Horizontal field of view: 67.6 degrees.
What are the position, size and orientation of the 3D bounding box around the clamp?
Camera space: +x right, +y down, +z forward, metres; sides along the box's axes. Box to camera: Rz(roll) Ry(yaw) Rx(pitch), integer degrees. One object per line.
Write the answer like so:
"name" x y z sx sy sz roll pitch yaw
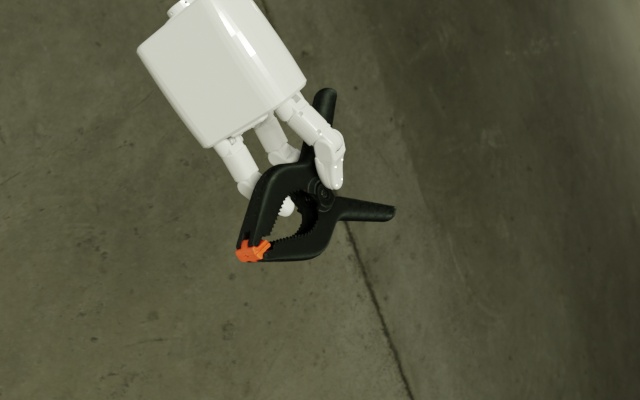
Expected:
"clamp" 0.000 0.002 0.474 0.036 0.164 0.210 -16 26 44
